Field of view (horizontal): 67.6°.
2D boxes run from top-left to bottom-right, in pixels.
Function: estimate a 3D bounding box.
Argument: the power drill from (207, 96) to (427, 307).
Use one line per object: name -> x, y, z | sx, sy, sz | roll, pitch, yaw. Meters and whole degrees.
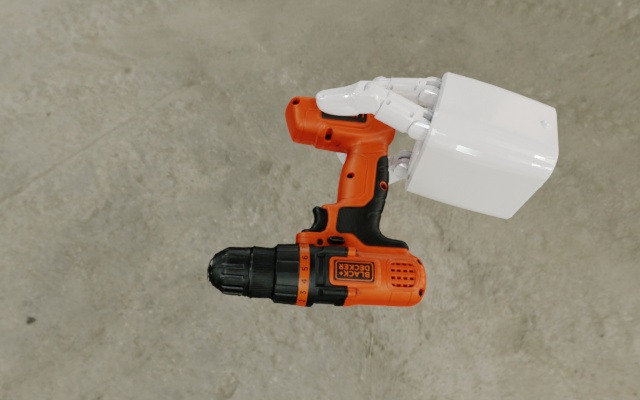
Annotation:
power drill -> 0.000, 0.001, 0.430 | 0.184, 0.187, 0.057 | 5, -20, -8
